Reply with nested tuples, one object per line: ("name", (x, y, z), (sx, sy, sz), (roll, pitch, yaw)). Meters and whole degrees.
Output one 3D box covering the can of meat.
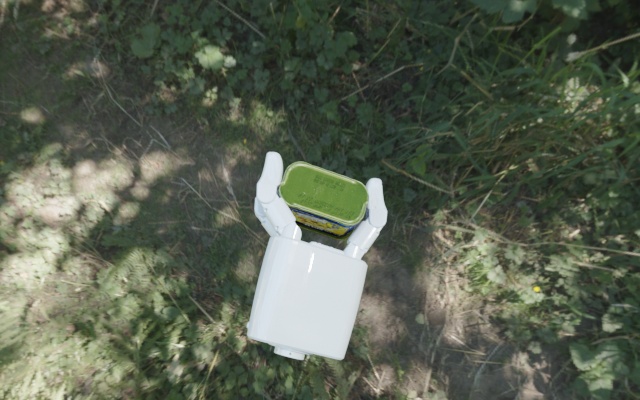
("can of meat", (0.000, 0.002, 0.548), (0.102, 0.057, 0.084), (18, -15, -1))
